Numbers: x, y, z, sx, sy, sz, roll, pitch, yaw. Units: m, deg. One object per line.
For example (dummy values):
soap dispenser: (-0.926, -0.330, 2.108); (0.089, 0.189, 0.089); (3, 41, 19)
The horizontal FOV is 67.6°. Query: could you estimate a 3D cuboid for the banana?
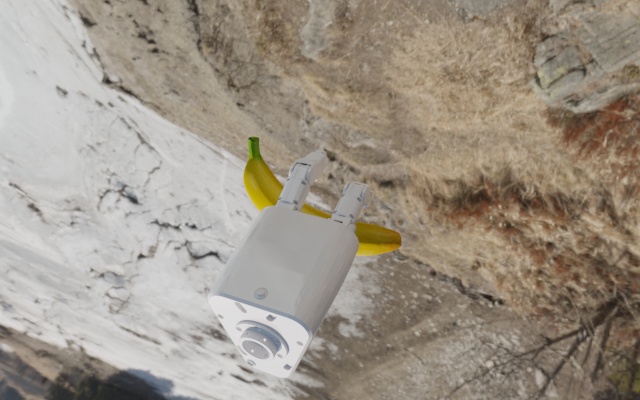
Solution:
banana: (-0.011, 0.013, 0.512); (0.198, 0.070, 0.037); (33, 33, 3)
